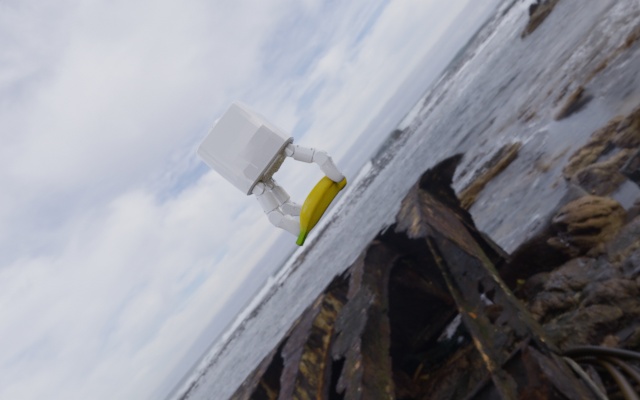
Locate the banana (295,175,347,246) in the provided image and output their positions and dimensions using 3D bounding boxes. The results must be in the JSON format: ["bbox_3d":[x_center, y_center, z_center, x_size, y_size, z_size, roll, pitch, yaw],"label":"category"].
[{"bbox_3d":[0.006,-0.009,0.757,0.037,0.070,0.197,33,37,4],"label":"banana"}]
